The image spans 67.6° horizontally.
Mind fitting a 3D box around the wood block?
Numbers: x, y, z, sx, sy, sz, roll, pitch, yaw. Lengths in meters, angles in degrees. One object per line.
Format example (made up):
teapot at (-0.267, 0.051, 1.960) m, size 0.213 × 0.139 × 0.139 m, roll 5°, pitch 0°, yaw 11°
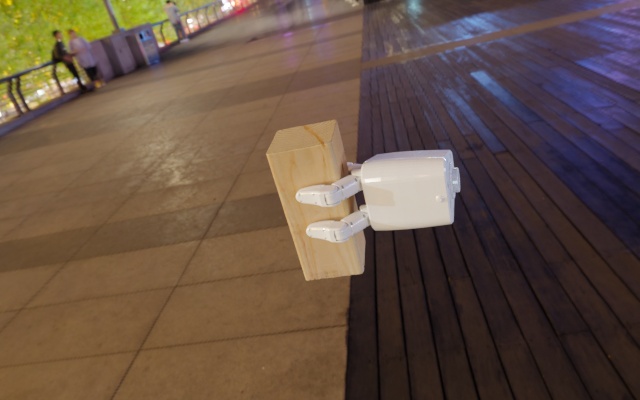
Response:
wood block at (0.000, 0.002, 0.686) m, size 0.090 × 0.206 × 0.090 m, roll -9°, pitch 27°, yaw 12°
